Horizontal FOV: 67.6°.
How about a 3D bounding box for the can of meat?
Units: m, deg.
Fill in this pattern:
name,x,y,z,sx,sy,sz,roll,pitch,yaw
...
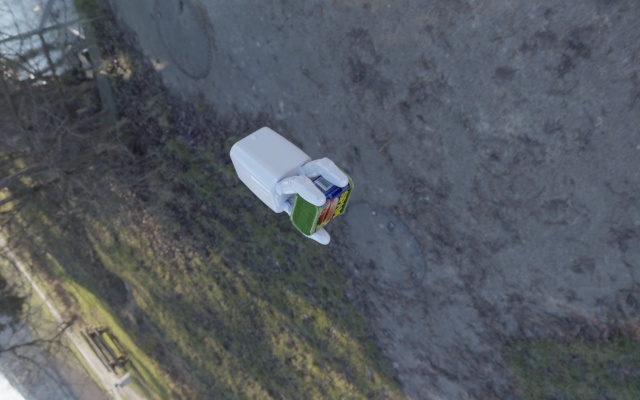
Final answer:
name,x,y,z,sx,sy,sz,roll,pitch,yaw
can of meat,0.000,0.003,0.796,0.084,0.057,0.102,-37,-21,-33
